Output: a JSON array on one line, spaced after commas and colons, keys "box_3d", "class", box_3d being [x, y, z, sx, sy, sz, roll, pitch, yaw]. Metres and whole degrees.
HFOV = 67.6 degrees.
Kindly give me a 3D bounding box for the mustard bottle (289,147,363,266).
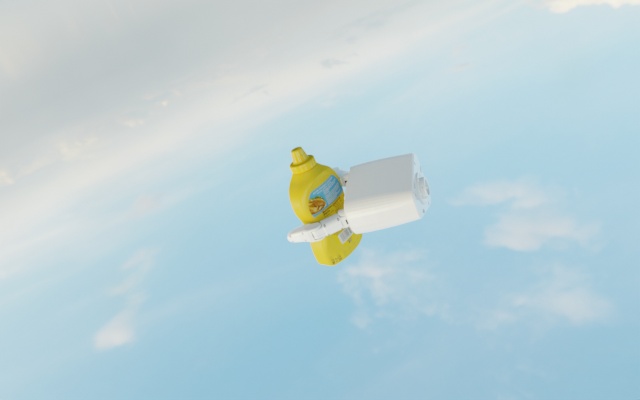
[{"box_3d": [0.000, 0.003, 0.757, 0.058, 0.192, 0.096, 2, 35, 46], "class": "mustard bottle"}]
